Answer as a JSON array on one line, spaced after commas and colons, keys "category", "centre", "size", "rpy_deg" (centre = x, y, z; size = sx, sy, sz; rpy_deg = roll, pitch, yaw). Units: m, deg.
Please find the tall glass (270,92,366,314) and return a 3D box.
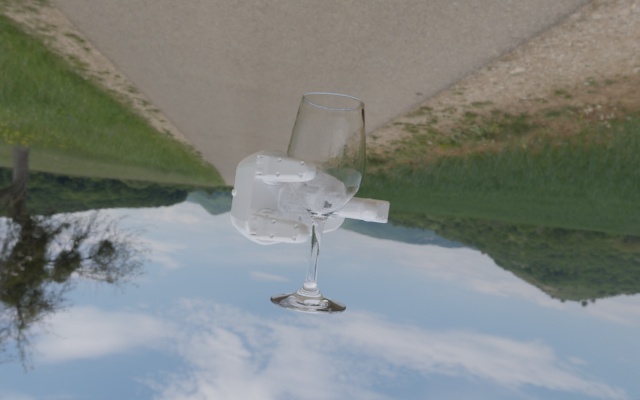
[{"category": "tall glass", "centre": [0.000, 0.002, 0.463], "size": [0.079, 0.201, 0.079], "rpy_deg": [7, 0, 0]}]
